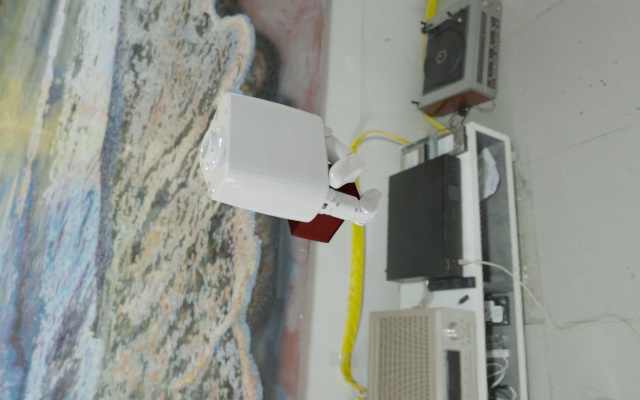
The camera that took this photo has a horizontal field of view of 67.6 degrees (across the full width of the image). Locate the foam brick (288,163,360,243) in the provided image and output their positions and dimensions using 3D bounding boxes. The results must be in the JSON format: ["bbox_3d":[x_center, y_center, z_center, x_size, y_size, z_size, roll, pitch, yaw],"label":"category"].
[{"bbox_3d":[0.000,0.002,0.544,0.051,0.053,0.078,12,-50,-28],"label":"foam brick"}]
